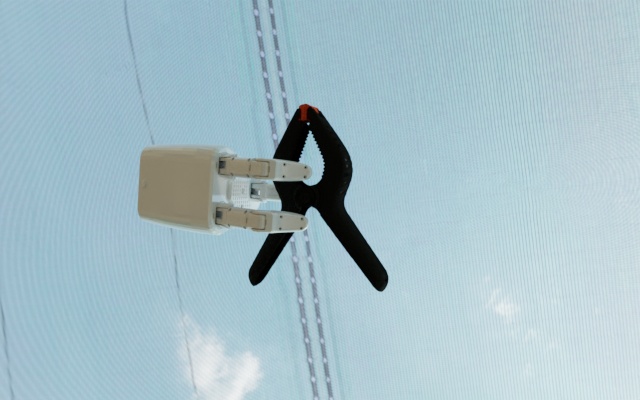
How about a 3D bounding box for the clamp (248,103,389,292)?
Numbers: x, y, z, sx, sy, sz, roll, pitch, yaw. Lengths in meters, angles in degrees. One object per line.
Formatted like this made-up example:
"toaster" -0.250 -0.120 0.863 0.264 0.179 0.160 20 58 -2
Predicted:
"clamp" 0.000 0.001 0.524 0.164 0.210 0.036 6 4 21
